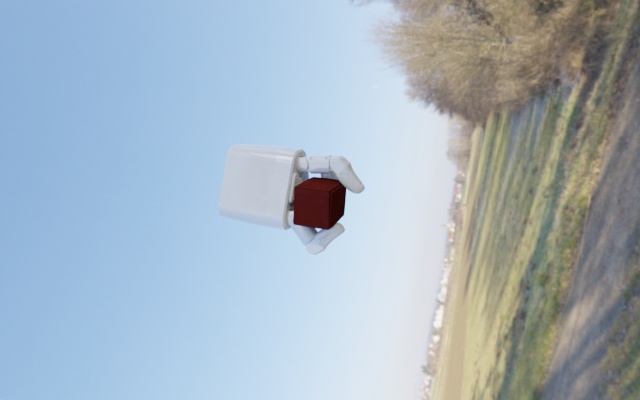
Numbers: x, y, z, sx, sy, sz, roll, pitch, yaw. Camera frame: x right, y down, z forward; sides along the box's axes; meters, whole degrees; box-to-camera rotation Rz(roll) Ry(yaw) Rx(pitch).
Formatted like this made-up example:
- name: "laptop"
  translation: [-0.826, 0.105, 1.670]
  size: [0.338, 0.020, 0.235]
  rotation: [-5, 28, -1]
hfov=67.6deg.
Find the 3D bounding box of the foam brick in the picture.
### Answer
- name: "foam brick"
  translation: [0.000, 0.002, 0.646]
  size: [0.051, 0.053, 0.078]
  rotation: [8, 15, 17]
